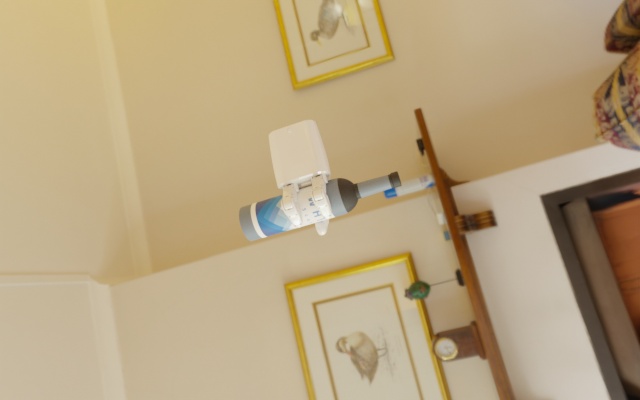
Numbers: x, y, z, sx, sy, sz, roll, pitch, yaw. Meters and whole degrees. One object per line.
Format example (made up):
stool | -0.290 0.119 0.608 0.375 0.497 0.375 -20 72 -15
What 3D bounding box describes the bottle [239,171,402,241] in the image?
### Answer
bottle | 0.000 0.003 0.864 0.296 0.069 0.069 -17 -4 12
